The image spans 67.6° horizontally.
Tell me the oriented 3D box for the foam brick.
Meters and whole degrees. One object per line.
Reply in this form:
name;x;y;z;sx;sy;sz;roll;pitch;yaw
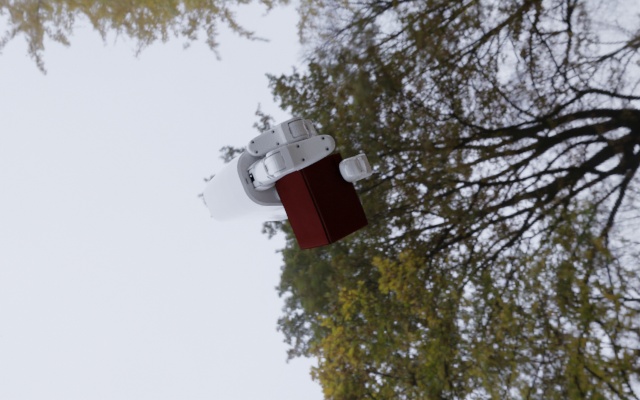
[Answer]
foam brick;0.000;0.002;0.461;0.053;0.078;0.051;-21;-1;-38
